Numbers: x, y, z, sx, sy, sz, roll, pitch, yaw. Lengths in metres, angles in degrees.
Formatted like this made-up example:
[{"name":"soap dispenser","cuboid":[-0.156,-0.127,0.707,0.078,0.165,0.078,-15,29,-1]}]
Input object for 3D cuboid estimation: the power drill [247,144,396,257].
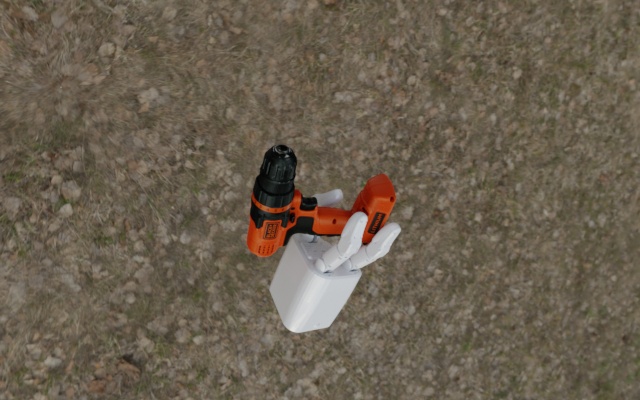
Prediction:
[{"name":"power drill","cuboid":[0.000,0.002,0.634,0.187,0.057,0.185,0,-42,-18]}]
